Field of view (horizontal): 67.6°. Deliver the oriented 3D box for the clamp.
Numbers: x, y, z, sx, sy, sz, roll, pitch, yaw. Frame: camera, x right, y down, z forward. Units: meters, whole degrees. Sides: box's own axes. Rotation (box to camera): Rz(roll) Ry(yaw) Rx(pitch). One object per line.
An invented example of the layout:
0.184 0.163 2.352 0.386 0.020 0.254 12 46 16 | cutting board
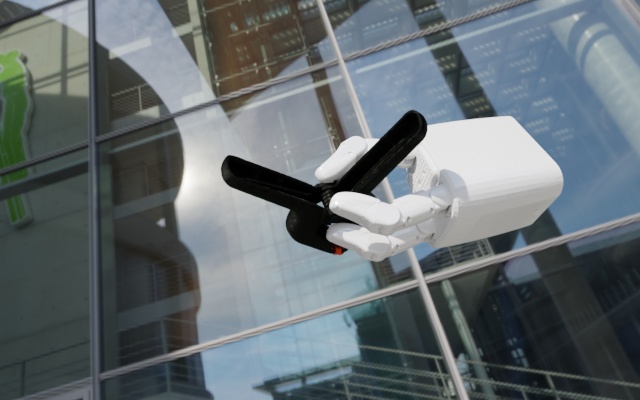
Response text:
0.000 0.001 0.446 0.164 0.036 0.210 -10 -29 -9 | clamp
